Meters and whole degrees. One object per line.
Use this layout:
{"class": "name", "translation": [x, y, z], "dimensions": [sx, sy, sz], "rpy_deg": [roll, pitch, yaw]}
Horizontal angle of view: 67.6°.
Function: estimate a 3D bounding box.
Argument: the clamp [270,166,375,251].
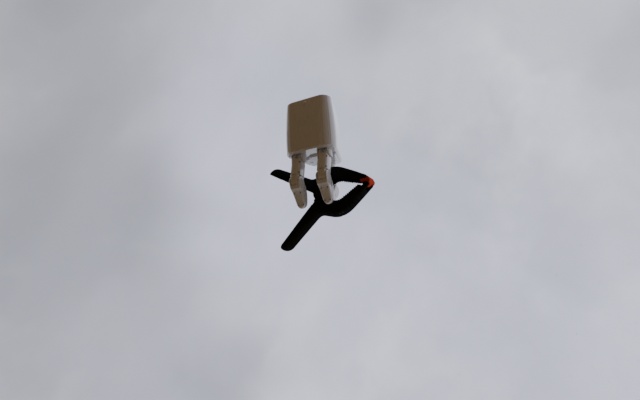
{"class": "clamp", "translation": [0.001, 0.003, 0.886], "dimensions": [0.210, 0.164, 0.036], "rpy_deg": [-11, -15, 25]}
